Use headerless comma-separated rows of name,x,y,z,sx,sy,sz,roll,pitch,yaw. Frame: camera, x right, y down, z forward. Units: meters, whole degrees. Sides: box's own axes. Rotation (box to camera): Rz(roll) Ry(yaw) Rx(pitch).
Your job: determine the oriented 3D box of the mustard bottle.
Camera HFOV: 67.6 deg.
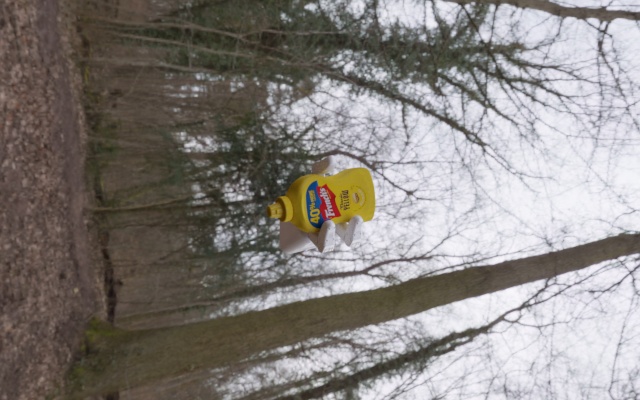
mustard bottle,0.001,0.003,0.797,0.191,0.096,0.058,-10,11,-29
